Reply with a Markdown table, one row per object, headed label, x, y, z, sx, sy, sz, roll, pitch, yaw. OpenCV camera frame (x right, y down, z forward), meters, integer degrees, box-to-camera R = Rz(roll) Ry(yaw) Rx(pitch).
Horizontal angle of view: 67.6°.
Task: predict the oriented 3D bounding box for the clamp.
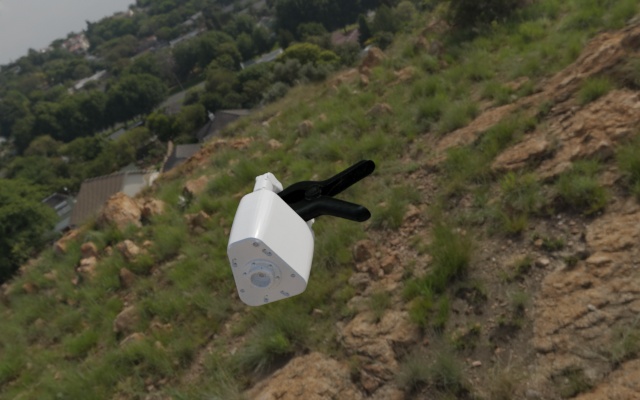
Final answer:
| label | x | y | z | sx | sy | sz | roll | pitch | yaw |
| --- | --- | --- | --- | --- | --- | --- | --- | --- | --- |
| clamp | 0.000 | 0.002 | 0.680 | 0.171 | 0.039 | 0.120 | -19 | 30 | 14 |
